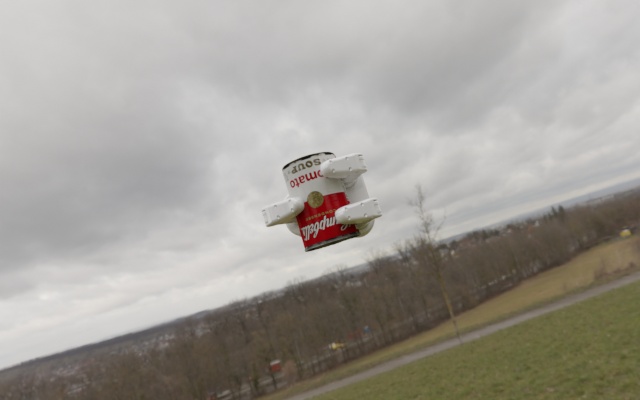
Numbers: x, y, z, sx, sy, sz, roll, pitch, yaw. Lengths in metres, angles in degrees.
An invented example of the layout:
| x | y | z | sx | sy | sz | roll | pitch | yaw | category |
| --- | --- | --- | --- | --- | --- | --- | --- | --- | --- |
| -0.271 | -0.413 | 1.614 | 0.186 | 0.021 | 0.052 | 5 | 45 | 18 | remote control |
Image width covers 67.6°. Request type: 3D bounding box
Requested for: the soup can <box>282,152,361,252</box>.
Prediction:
| x | y | z | sx | sy | sz | roll | pitch | yaw | category |
| --- | --- | --- | --- | --- | --- | --- | --- | --- | --- |
| 0.000 | 0.002 | 0.560 | 0.068 | 0.102 | 0.068 | -17 | -8 | -2 | soup can |
